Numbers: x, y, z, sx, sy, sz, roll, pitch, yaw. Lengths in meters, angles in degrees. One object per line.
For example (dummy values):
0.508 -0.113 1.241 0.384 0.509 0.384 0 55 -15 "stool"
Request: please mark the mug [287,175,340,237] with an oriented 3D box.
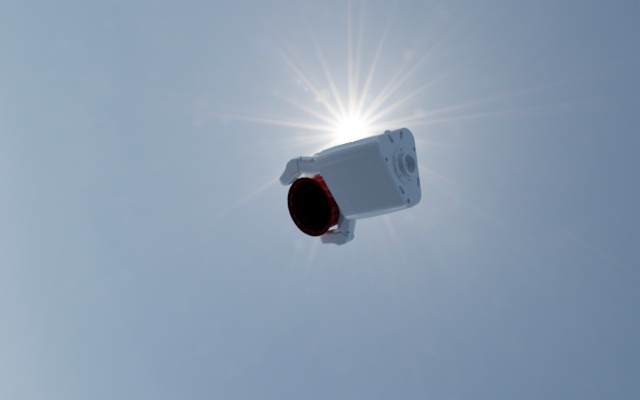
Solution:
-0.001 0.003 0.757 0.117 0.093 0.081 -10 7 44 "mug"
